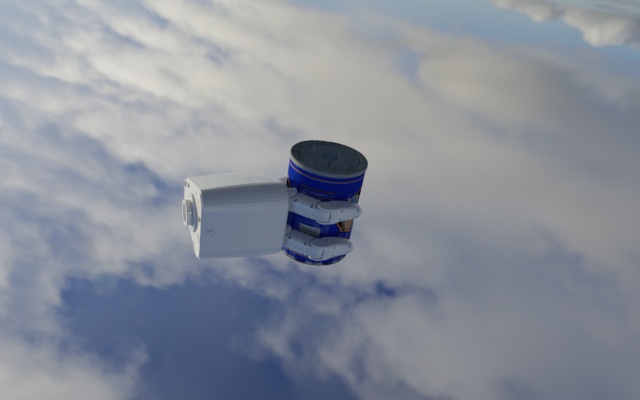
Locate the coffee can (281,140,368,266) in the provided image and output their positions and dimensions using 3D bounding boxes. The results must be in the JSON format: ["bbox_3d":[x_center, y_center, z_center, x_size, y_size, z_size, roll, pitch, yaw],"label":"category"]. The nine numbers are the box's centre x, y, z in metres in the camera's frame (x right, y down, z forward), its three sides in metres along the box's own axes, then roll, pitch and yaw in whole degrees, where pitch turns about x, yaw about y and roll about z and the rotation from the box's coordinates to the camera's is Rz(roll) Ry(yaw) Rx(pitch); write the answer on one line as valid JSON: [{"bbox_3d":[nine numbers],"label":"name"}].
[{"bbox_3d":[0.000,0.002,0.650,0.103,0.140,0.102,8,28,-5],"label":"coffee can"}]
